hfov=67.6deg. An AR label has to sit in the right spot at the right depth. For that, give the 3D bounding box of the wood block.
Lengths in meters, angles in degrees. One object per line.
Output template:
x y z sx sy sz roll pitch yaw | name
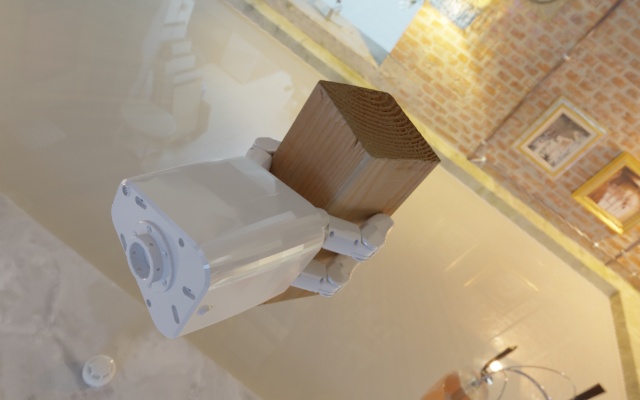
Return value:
0.000 0.001 0.448 0.090 0.090 0.206 -2 -39 -41 | wood block
